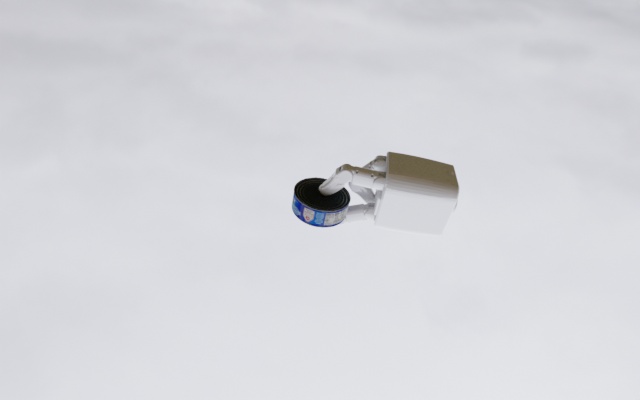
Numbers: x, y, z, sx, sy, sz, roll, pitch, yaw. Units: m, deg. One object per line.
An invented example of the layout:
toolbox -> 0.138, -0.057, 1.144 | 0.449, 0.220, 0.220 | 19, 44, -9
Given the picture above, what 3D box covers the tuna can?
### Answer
tuna can -> 0.000, 0.003, 0.716 | 0.086, 0.034, 0.086 | 8, 35, -6
